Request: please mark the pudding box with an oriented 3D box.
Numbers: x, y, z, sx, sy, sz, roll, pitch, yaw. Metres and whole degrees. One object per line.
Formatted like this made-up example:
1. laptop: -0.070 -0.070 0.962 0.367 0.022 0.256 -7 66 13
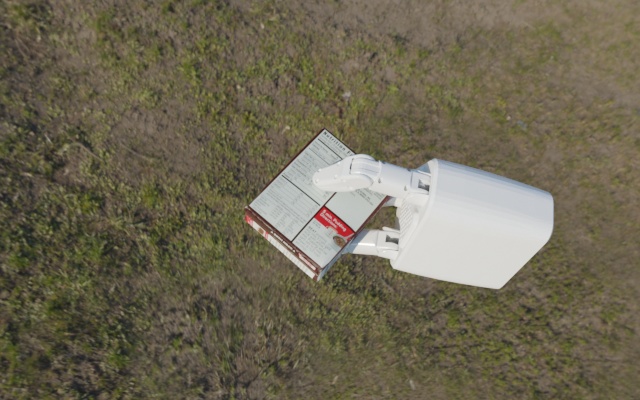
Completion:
1. pudding box: 0.000 0.001 0.435 0.090 0.113 0.039 40 -24 8
